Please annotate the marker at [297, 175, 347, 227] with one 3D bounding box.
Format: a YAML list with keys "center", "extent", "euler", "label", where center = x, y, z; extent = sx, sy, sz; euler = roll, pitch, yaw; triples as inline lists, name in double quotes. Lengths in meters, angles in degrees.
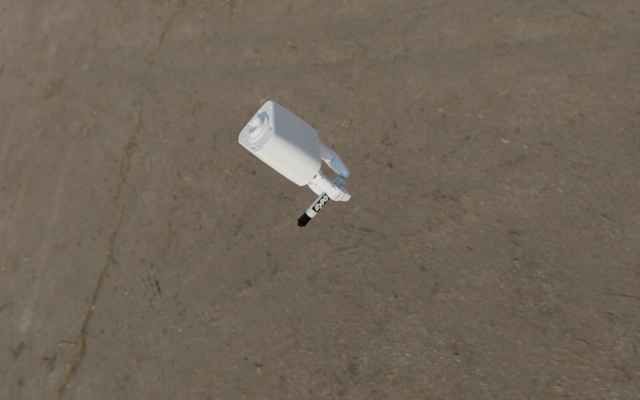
- center: [0.000, 0.003, 0.864]
  extent: [0.020, 0.121, 0.020]
  euler: [40, 15, -12]
  label: "marker"
